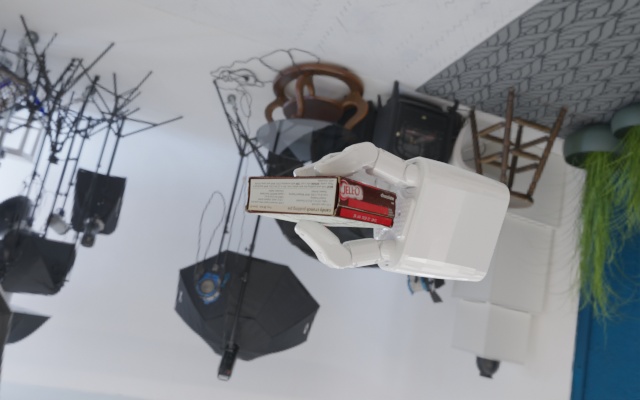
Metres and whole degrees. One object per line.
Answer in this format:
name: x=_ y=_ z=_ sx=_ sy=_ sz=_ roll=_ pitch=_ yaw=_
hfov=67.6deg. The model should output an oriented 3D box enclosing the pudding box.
pudding box: x=0.000 y=0.002 z=0.445 sx=0.113 sy=0.039 sz=0.090 roll=-1 pitch=-10 yaw=40
